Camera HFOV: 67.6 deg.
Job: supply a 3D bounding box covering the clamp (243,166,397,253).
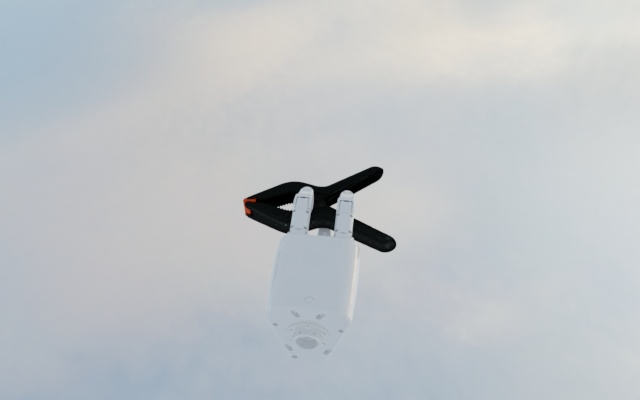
[{"bbox_3d":[0.000,0.003,0.671,0.210,0.036,0.164,4,40,5],"label":"clamp"}]
